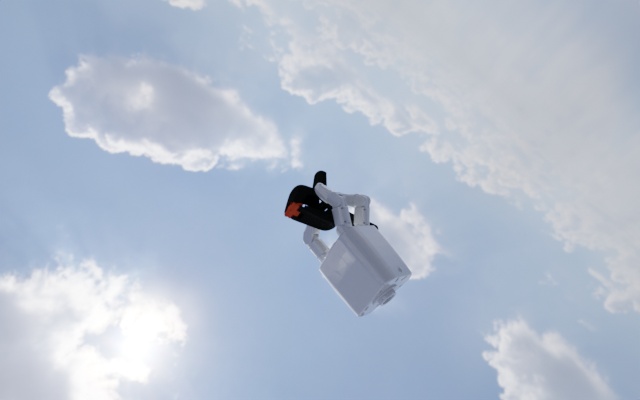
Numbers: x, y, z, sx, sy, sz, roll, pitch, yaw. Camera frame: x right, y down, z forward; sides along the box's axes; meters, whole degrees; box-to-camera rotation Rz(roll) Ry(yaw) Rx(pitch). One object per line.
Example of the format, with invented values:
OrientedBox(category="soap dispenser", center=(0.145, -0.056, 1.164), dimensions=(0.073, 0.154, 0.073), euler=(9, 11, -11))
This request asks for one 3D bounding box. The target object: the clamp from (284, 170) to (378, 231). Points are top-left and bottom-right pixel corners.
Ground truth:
OrientedBox(category="clamp", center=(-0.001, 0.003, 0.821), dimensions=(0.164, 0.036, 0.210), euler=(49, 24, 25))
